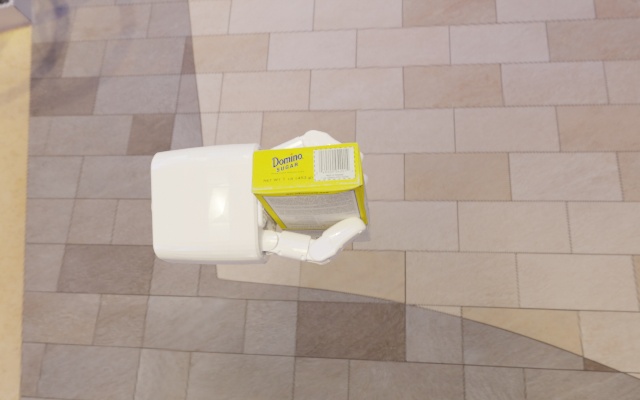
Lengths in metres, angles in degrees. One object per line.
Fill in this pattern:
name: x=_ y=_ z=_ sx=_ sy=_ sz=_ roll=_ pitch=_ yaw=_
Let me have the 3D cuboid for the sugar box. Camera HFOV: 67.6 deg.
sugar box: x=0.000 y=0.001 z=0.474 sx=0.093 sy=0.048 sz=0.176 roll=-3 pitch=-17 yaw=7
